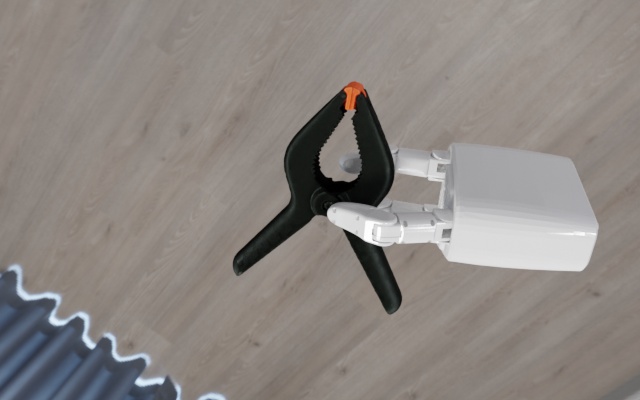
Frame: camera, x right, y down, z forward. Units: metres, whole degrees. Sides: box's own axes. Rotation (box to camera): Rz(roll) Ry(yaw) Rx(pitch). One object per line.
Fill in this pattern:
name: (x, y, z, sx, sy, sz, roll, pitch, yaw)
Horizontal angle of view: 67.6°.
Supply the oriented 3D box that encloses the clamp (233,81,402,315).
clamp: (0.000, 0.001, 0.421, 0.164, 0.210, 0.036, 6, 24, 7)
